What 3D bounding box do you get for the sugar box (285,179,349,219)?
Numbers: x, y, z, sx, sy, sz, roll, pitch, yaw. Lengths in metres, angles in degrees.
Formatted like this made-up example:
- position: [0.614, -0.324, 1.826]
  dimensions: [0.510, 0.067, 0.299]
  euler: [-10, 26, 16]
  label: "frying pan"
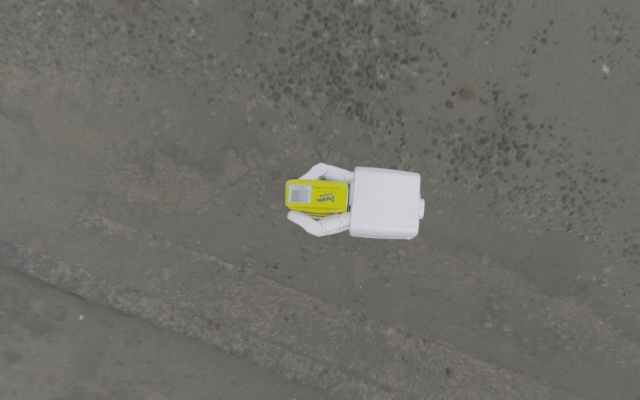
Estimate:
- position: [0.000, 0.003, 0.789]
  dimensions: [0.093, 0.048, 0.176]
  euler: [3, -10, 6]
  label: "sugar box"
